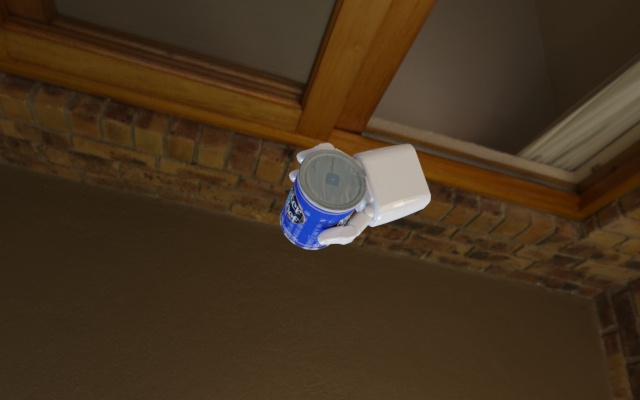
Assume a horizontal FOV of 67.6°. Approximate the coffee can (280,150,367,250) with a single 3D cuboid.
[{"bbox_3d":[0.000,0.002,0.742,0.103,0.102,0.140,0,-29,-17],"label":"coffee can"}]
